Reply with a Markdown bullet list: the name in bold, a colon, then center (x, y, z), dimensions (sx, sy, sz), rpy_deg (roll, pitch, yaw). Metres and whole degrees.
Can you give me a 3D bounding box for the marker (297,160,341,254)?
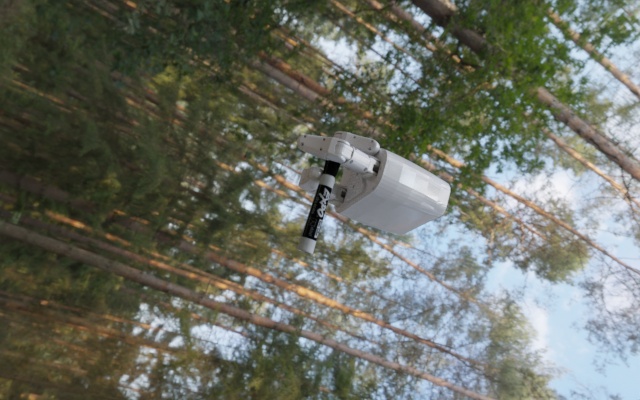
- **marker**: center (0.000, 0.002, 0.551), dimensions (0.020, 0.121, 0.020), rpy_deg (17, -12, 4)
